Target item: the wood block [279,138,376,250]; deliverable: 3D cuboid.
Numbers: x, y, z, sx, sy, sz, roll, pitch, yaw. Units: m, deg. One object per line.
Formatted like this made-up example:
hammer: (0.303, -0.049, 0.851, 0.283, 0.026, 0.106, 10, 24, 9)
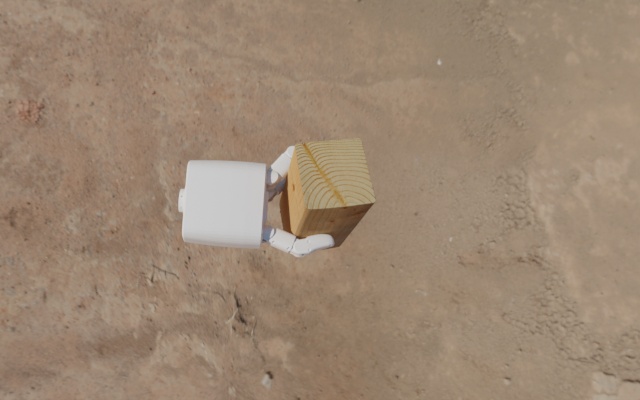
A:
wood block: (0.000, 0.002, 0.677, 0.090, 0.090, 0.206, -6, -19, -13)
